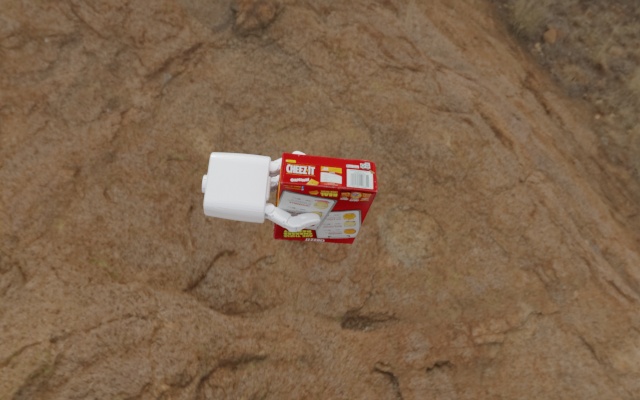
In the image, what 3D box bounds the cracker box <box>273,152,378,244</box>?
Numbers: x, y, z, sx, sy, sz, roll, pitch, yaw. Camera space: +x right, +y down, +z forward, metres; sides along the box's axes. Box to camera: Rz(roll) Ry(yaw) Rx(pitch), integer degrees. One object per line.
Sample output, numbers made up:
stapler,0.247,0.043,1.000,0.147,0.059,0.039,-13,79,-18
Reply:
cracker box,0.000,0.003,0.884,0.164,0.072,0.214,5,-30,-7
